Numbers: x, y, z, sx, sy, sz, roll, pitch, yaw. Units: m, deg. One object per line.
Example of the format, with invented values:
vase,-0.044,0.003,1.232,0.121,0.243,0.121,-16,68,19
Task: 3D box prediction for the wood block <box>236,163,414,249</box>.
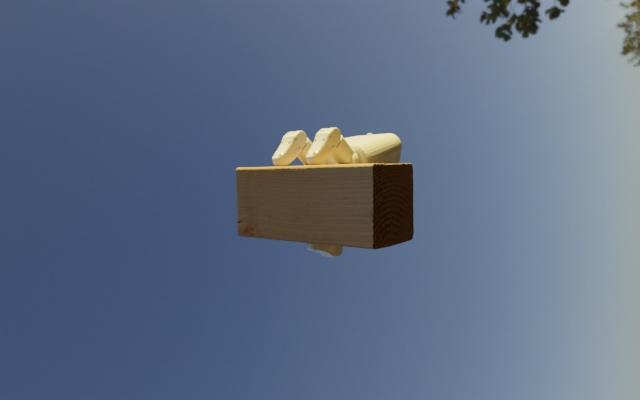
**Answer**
wood block,0.000,0.002,0.582,0.206,0.091,0.090,1,4,38
